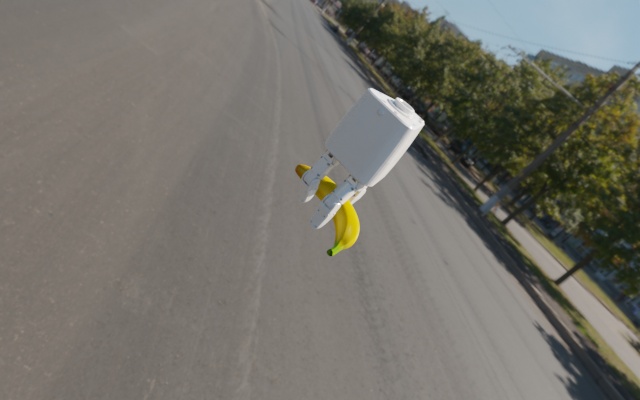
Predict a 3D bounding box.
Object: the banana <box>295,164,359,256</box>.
[{"bbox_3d":[0.017,0.008,0.758,0.069,0.037,0.197,10,37,-31],"label":"banana"}]
